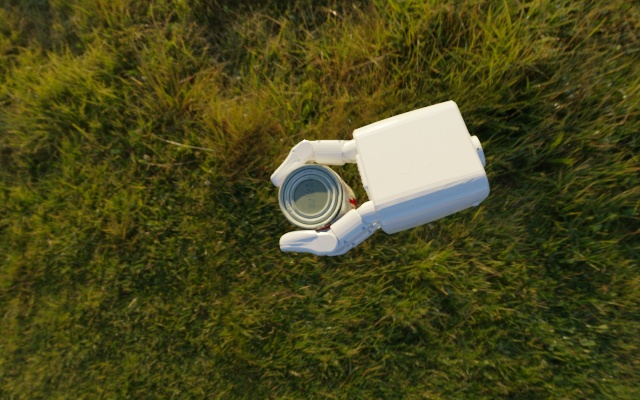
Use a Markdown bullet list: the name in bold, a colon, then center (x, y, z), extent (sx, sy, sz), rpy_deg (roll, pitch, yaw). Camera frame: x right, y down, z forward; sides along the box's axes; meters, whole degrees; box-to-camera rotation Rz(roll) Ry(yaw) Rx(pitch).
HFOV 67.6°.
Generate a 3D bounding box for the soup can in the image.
- **soup can**: center (0.000, 0.002, 0.517), extent (0.068, 0.068, 0.102), rpy_deg (0, -7, 12)
